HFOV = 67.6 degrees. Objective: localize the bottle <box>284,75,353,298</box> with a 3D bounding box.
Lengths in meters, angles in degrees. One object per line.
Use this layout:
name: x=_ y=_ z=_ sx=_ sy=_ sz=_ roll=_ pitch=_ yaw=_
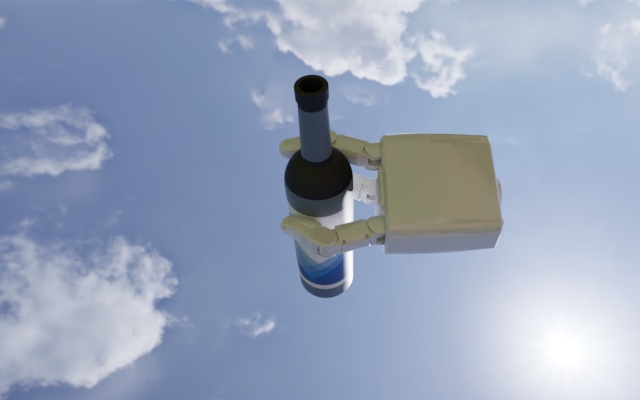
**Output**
bottle: x=0.000 y=0.002 z=0.487 sx=0.069 sy=0.069 sz=0.296 roll=0 pitch=-38 yaw=4
